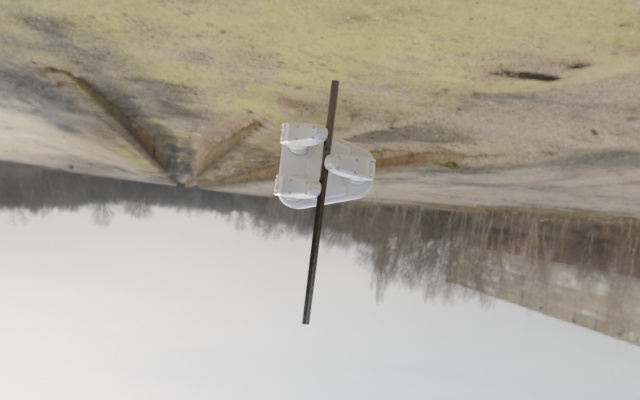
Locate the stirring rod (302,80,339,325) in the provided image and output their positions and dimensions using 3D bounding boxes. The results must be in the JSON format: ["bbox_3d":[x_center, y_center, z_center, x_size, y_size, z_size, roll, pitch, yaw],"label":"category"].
[{"bbox_3d":[0.000,0.001,0.470,0.011,0.239,0.011,7,-1,0],"label":"stirring rod"}]
